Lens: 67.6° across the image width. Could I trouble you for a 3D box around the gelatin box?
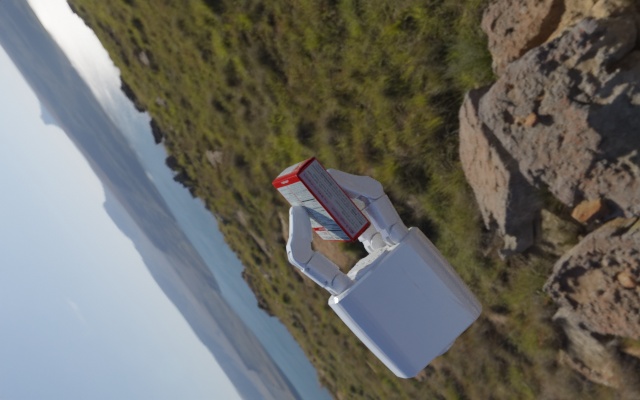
[{"bbox_3d":[0.000,0.002,0.481,0.030,0.089,0.073,-46,13,-19],"label":"gelatin box"}]
